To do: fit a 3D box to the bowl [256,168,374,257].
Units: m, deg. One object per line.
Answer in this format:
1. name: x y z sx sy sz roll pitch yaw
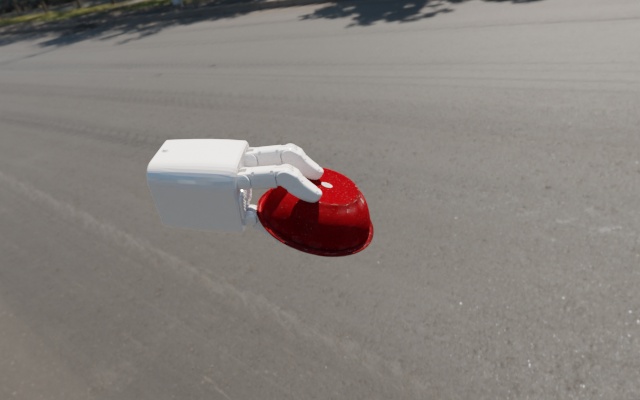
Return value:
1. bowl: 0.001 0.002 0.628 0.162 0.055 0.162 12 31 -7
